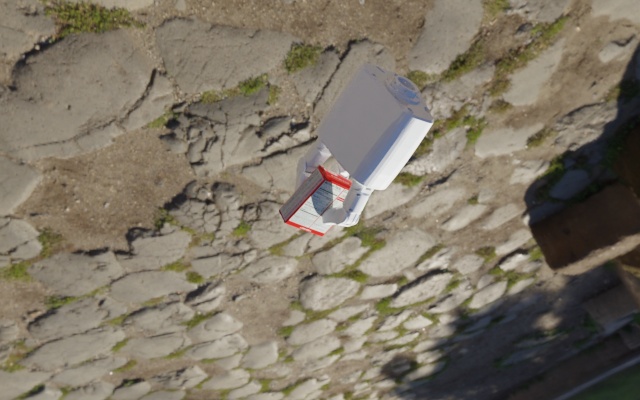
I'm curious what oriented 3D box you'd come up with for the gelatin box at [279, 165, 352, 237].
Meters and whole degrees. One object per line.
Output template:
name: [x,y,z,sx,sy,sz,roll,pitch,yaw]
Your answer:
gelatin box: [0.000,0.003,0.641,0.073,0.089,0.030,23,28,-42]
